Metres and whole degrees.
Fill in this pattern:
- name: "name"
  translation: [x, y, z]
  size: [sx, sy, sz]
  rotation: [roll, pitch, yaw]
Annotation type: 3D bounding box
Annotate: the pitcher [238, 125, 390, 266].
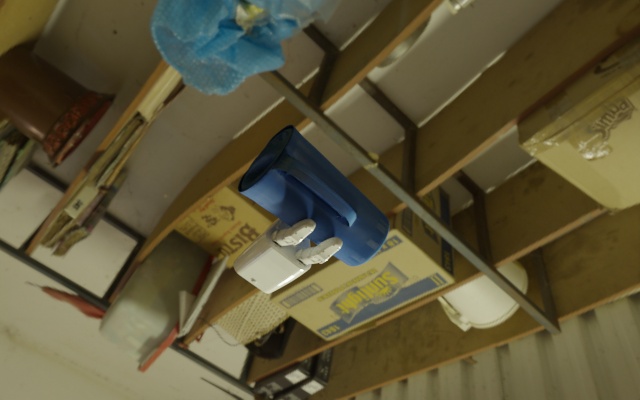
- name: "pitcher"
  translation: [0.000, 0.003, 0.773]
  size: [0.243, 0.149, 0.145]
  rotation: [39, -56, -20]
